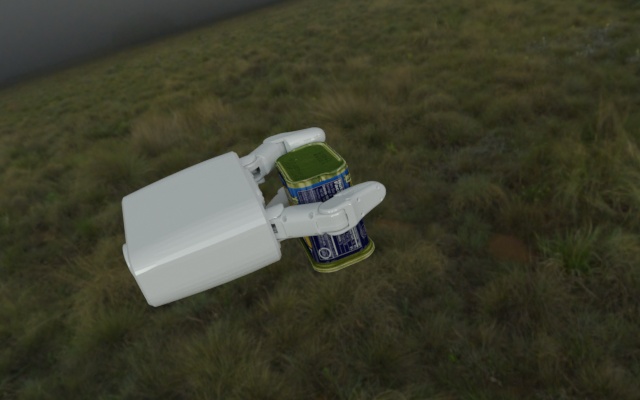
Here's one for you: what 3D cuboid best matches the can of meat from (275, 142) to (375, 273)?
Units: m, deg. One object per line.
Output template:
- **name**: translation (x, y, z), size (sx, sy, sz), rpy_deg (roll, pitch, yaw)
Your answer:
- **can of meat**: translation (0.000, 0.001, 0.427), size (0.057, 0.084, 0.102), rpy_deg (-21, 23, -7)
